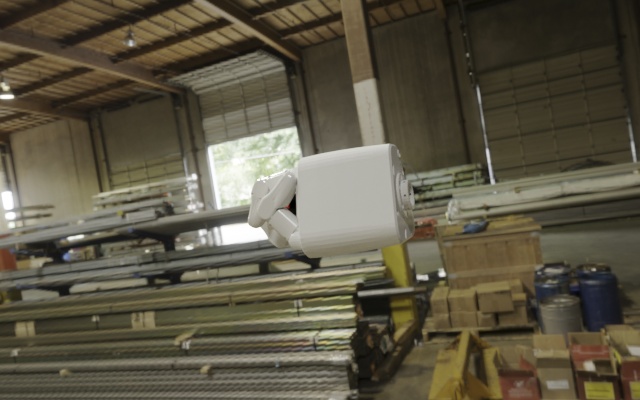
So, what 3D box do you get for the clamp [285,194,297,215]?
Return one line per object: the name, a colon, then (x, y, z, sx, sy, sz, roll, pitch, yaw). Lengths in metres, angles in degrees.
clamp: (0.000, 0.001, 0.629, 0.120, 0.039, 0.171, -10, 1, 21)
